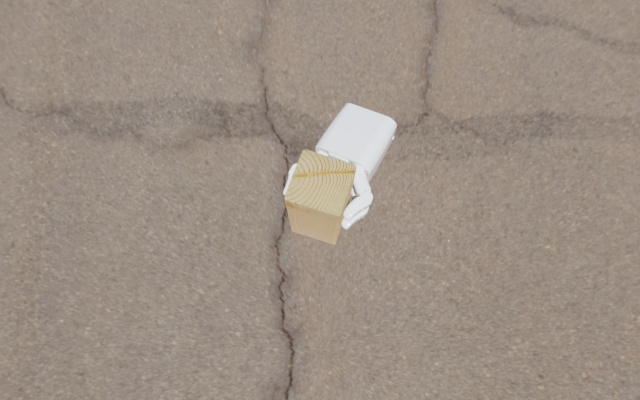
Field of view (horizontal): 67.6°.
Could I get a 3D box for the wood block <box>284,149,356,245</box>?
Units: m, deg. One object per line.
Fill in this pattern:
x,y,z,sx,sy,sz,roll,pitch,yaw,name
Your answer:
0.000,0.002,0.821,0.091,0.090,0.206,18,-16,5,wood block
